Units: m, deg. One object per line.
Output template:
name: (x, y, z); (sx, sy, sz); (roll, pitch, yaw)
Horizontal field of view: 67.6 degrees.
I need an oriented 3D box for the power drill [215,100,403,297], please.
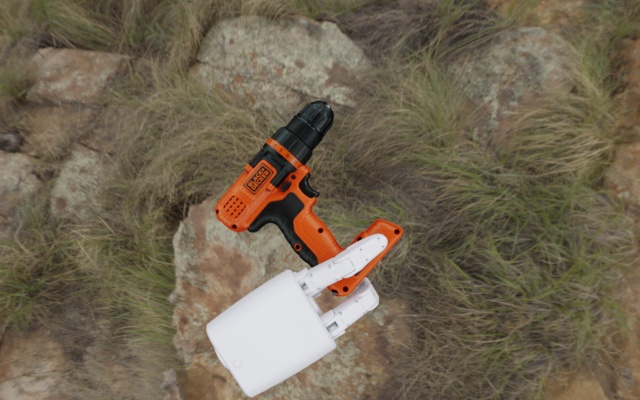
power drill: (0.000, 0.002, 0.547); (0.187, 0.184, 0.057); (41, 0, 7)
